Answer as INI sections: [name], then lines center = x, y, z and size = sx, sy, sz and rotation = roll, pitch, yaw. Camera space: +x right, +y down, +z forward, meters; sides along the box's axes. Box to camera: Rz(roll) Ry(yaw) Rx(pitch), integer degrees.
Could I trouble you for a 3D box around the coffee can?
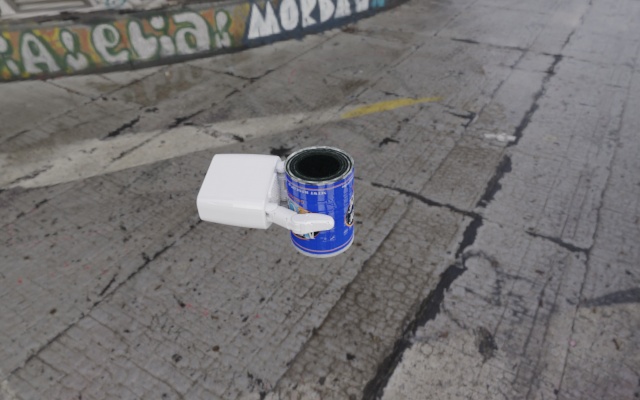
[coffee can]
center = 0.000, 0.003, 0.733
size = 0.103, 0.140, 0.102
rotation = -2, 37, 1
